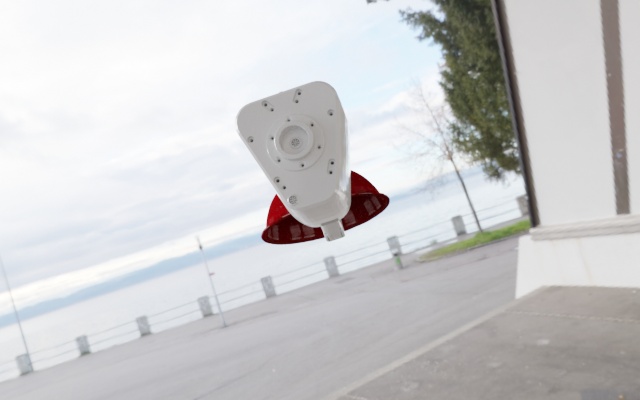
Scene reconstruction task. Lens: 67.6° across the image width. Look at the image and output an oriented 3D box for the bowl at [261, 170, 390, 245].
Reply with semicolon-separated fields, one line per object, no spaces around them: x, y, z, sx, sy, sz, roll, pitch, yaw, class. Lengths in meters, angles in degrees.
0.000;0.002;0.587;0.162;0.055;0.162;-15;-18;-5;bowl
